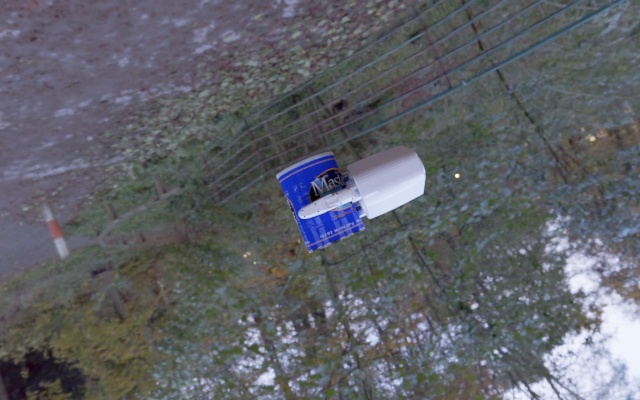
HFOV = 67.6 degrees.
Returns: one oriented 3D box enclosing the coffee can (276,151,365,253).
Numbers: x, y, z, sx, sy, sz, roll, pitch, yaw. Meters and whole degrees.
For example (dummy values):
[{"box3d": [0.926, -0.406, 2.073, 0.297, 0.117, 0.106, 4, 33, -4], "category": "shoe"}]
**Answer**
[{"box3d": [0.000, 0.003, 0.795, 0.103, 0.140, 0.103, -23, -3, -1], "category": "coffee can"}]
